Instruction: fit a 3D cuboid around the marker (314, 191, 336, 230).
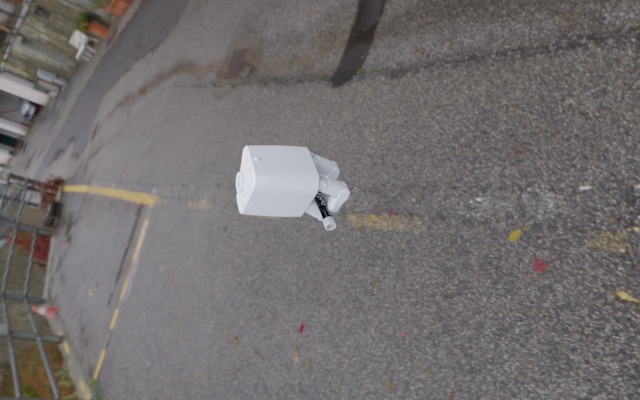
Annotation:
[{"bbox_3d":[0.000,0.003,0.824,0.020,0.020,0.121,0,42,-23],"label":"marker"}]
